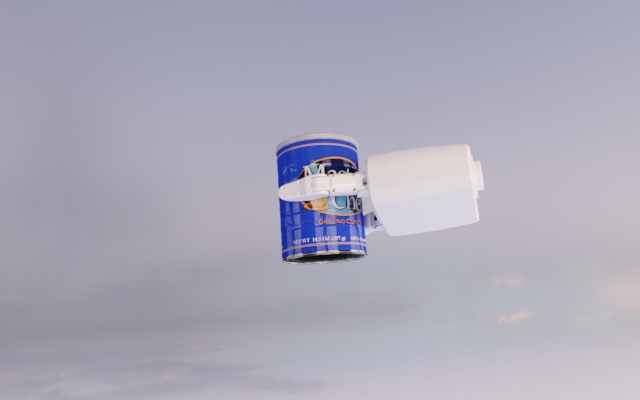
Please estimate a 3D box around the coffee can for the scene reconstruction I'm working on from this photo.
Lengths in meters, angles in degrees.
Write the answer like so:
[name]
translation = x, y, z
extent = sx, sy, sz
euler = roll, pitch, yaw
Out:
[coffee can]
translation = 0.000, 0.002, 0.579
extent = 0.103, 0.140, 0.103
euler = -4, -13, -1
